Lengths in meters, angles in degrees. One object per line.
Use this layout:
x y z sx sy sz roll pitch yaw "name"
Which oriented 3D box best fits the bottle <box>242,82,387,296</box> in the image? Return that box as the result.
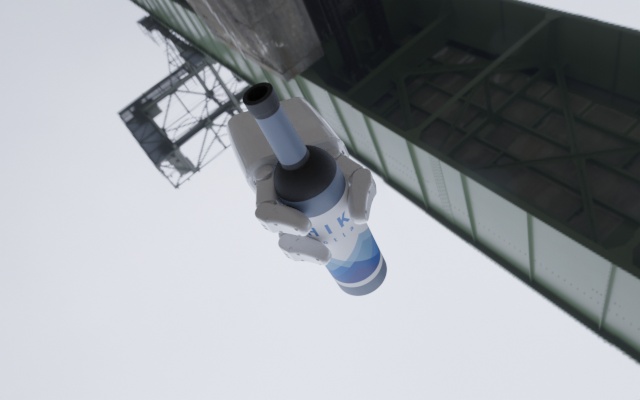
0.000 0.002 0.491 0.069 0.069 0.296 0 -37 26 "bottle"
